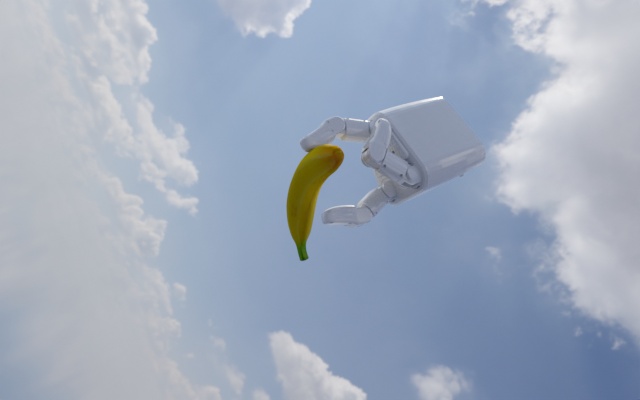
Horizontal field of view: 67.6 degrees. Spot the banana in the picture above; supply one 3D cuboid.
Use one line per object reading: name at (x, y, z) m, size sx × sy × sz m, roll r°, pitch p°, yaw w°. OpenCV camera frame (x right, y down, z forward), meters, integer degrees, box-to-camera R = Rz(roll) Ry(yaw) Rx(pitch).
banana at (-0.010, -0.009, 0.571) m, size 0.037 × 0.069 × 0.198 m, roll -21°, pitch -32°, yaw -28°
